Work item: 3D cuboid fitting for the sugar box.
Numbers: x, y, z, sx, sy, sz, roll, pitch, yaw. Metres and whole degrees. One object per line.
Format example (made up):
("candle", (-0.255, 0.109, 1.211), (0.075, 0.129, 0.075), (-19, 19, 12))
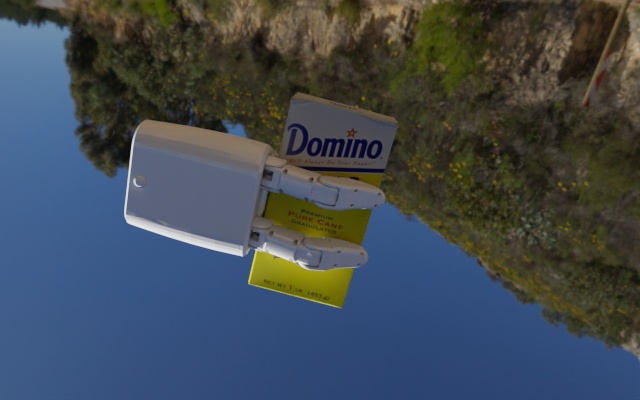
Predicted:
("sugar box", (0.000, 0.002, 0.429), (0.093, 0.176, 0.048), (14, 19, -1))
